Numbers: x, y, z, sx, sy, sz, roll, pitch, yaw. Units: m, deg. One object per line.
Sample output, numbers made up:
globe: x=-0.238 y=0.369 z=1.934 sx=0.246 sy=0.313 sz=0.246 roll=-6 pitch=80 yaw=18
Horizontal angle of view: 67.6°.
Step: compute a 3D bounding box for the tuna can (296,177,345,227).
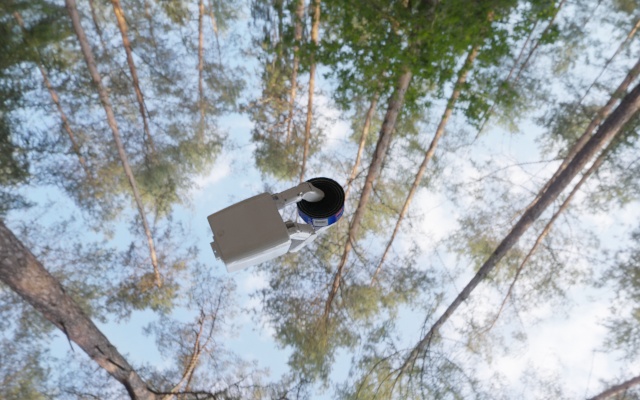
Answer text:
tuna can: x=0.000 y=0.003 z=0.828 sx=0.086 sy=0.086 sz=0.034 roll=0 pitch=-33 yaw=3
